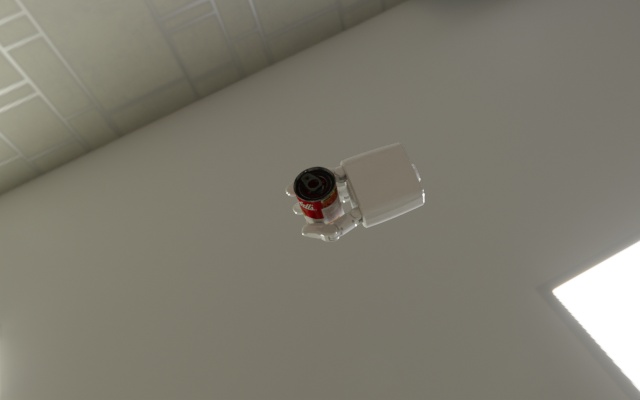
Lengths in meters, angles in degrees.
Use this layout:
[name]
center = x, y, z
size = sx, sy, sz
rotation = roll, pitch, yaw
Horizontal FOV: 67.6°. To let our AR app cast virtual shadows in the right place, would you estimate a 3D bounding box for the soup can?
[soup can]
center = 0.000, 0.003, 0.780
size = 0.068, 0.068, 0.102
rotation = 0, -35, 13
